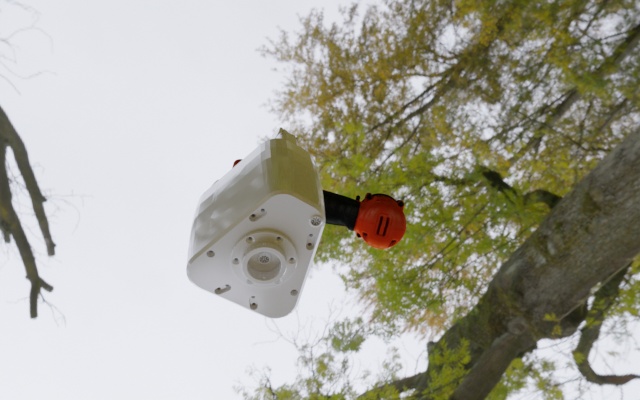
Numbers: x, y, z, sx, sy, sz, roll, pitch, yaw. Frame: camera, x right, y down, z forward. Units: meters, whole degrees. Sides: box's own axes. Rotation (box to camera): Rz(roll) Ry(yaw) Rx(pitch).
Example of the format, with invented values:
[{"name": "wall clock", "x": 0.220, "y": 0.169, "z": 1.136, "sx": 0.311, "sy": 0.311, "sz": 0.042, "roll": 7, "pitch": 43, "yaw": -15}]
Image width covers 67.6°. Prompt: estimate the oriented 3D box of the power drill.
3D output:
[{"name": "power drill", "x": 0.000, "y": 0.002, "z": 0.531, "sx": 0.187, "sy": 0.057, "sz": 0.184, "roll": 12, "pitch": 2, "yaw": 4}]
